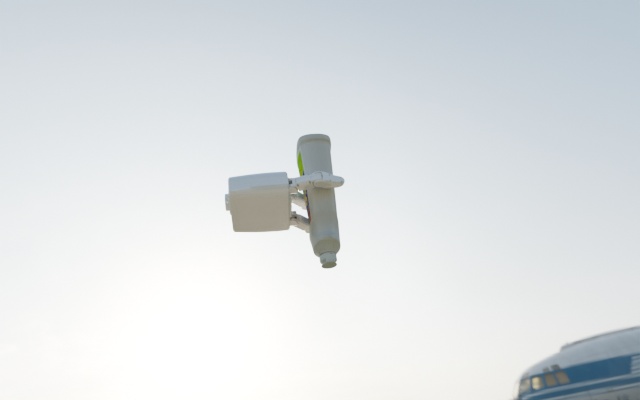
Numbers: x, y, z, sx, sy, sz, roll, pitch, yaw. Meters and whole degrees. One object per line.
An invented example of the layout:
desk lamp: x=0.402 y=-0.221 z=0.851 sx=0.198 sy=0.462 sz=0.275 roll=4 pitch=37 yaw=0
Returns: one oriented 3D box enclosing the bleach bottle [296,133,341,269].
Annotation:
bleach bottle: x=0.000 y=0.003 z=0.888 sx=0.068 sy=0.250 sz=0.103 roll=-4 pitch=-32 yaw=-8
